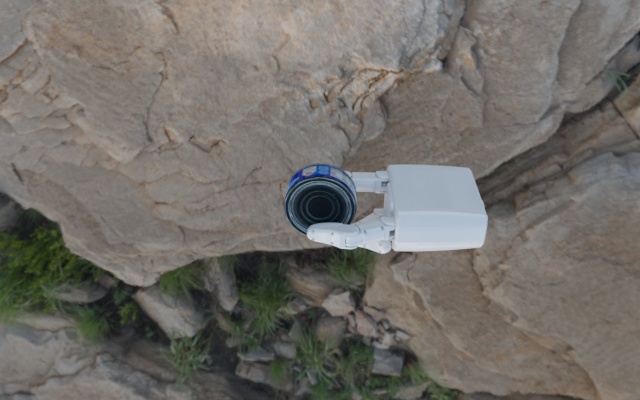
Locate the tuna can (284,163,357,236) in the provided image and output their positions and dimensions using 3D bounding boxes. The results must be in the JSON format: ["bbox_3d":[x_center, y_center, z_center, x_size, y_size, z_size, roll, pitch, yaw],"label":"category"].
[{"bbox_3d":[0.000,0.002,0.562,0.086,0.086,0.033,0,30,3],"label":"tuna can"}]
